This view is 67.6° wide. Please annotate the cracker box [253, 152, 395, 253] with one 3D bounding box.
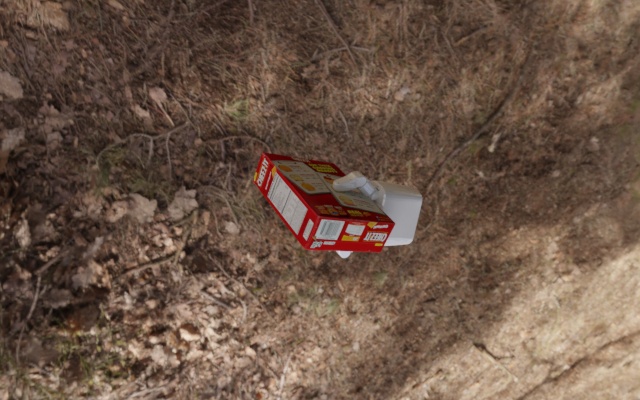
[{"bbox_3d":[0.000,0.003,0.829,0.164,0.072,0.213,6,28,-37],"label":"cracker box"}]
